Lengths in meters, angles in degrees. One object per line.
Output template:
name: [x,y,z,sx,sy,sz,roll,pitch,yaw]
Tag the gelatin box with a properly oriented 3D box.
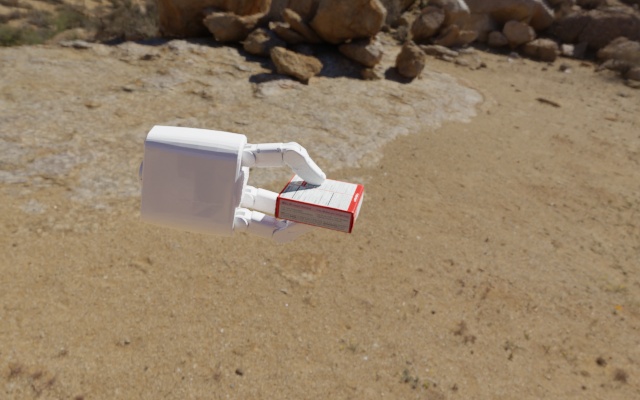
gelatin box: [0.000,0.001,0.548,0.089,0.030,0.073,11,27,9]
